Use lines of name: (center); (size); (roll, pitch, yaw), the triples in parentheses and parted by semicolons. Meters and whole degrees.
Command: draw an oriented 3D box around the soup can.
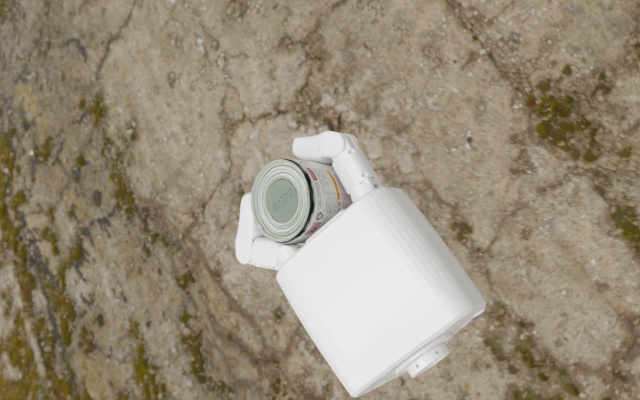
soup can: (0.000, 0.001, 0.407); (0.068, 0.068, 0.102); (0, -1, 40)
